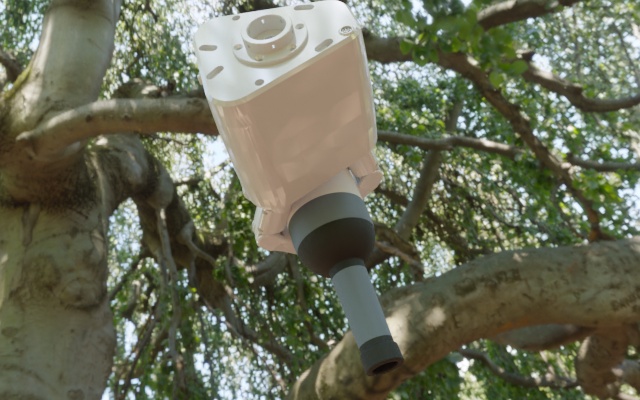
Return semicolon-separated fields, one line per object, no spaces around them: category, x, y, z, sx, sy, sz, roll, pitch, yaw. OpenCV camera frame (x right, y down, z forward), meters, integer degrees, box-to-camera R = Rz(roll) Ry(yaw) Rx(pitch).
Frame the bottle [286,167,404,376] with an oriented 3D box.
bottle;0.000;0.001;0.405;0.069;0.295;0.069;-14;-37;-10
